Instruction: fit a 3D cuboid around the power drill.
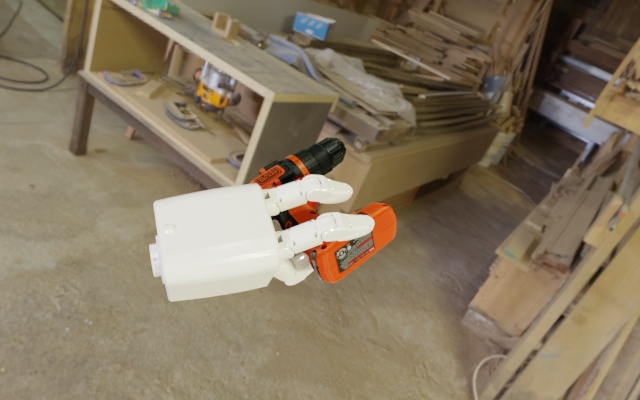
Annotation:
[{"bbox_3d":[0.000,0.002,0.573,0.184,0.057,0.187,-36,43,-19],"label":"power drill"}]
